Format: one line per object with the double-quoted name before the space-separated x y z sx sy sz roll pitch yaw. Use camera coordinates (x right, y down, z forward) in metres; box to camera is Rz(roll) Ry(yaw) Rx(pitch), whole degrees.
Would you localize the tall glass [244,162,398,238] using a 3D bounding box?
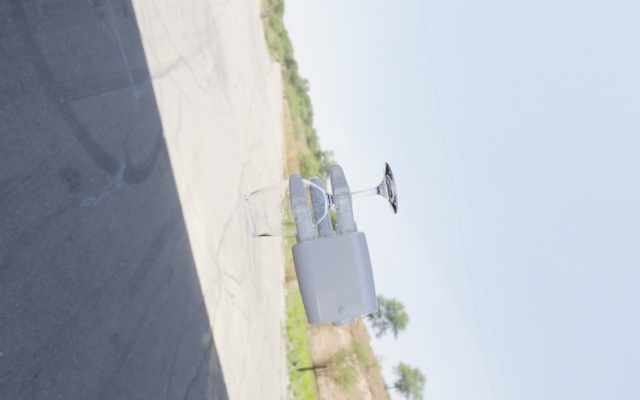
"tall glass" 0.001 0.002 0.659 0.201 0.079 0.079 -11 0 -2
